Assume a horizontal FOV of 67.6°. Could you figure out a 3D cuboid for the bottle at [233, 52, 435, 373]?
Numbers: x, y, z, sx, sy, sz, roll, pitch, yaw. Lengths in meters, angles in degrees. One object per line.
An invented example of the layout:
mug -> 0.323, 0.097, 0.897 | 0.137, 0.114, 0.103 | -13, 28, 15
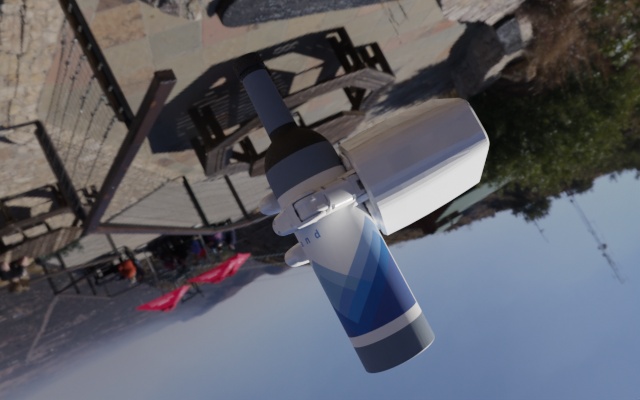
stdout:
bottle -> 0.000, 0.002, 0.423 | 0.069, 0.295, 0.069 | -28, -5, -3
